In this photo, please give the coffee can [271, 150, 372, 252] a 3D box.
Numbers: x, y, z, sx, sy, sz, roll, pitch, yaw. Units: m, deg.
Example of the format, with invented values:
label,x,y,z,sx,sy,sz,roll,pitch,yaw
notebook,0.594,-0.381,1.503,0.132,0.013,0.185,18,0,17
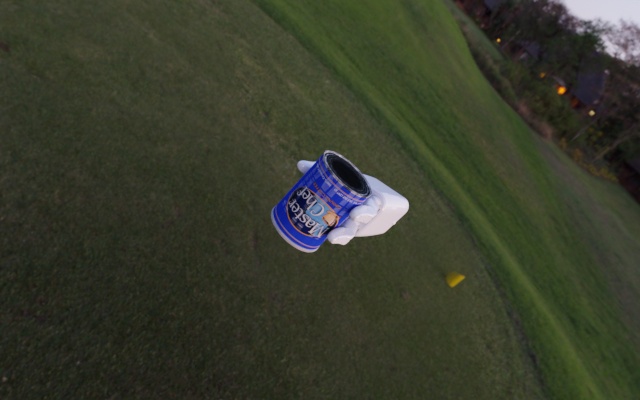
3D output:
label,x,y,z,sx,sy,sz,roll,pitch,yaw
coffee can,0.000,0.003,0.787,0.140,0.102,0.103,-46,-23,24
